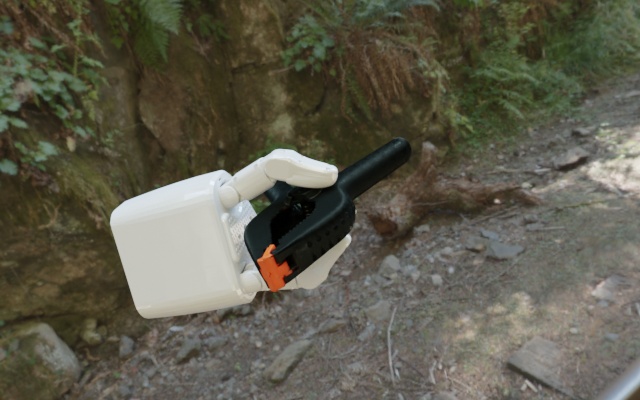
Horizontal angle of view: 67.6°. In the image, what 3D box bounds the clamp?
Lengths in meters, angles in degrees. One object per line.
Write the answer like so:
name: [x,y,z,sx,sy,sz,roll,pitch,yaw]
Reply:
clamp: [-0.001,0.001,0.412,0.164,0.036,0.210,-16,21,15]
